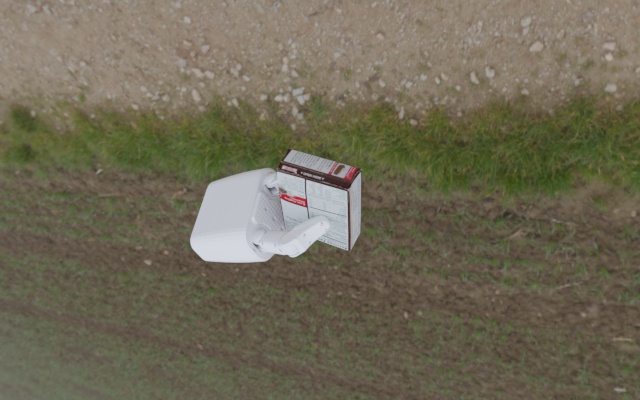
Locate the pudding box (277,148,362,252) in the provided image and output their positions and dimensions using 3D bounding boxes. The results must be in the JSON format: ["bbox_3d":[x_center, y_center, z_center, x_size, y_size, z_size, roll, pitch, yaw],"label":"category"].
[{"bbox_3d":[0.000,0.002,0.550,0.090,0.039,0.114,16,-37,17],"label":"pudding box"}]
